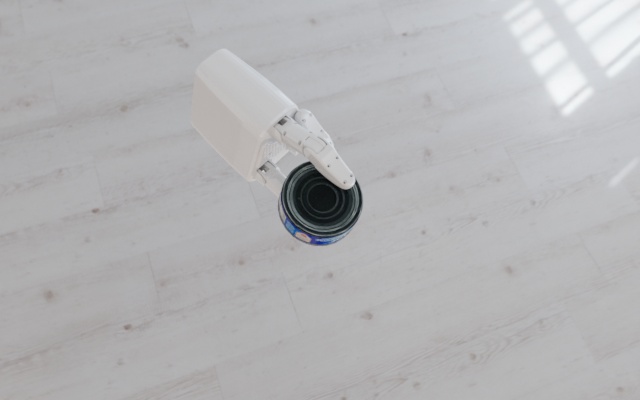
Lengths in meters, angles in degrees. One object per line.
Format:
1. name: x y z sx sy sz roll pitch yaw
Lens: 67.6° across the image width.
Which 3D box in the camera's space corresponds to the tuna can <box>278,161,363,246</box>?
1. tuna can: 0.000 0.001 0.493 0.086 0.086 0.034 0 -19 -10
